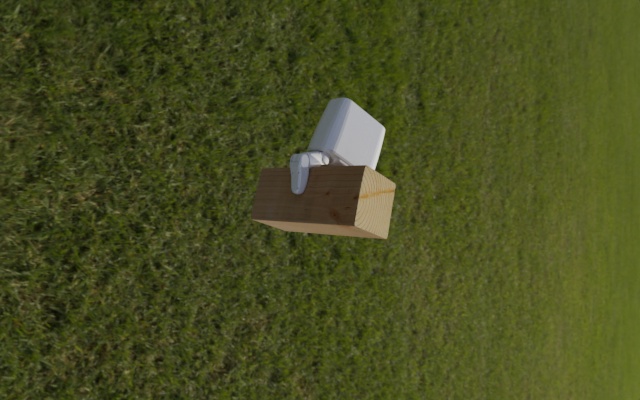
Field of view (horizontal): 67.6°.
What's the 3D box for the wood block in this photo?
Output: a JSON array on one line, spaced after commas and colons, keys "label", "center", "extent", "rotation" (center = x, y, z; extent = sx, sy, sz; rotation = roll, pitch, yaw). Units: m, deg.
[{"label": "wood block", "center": [0.000, 0.002, 0.749], "extent": [0.206, 0.090, 0.091], "rotation": [1, -16, 39]}]
